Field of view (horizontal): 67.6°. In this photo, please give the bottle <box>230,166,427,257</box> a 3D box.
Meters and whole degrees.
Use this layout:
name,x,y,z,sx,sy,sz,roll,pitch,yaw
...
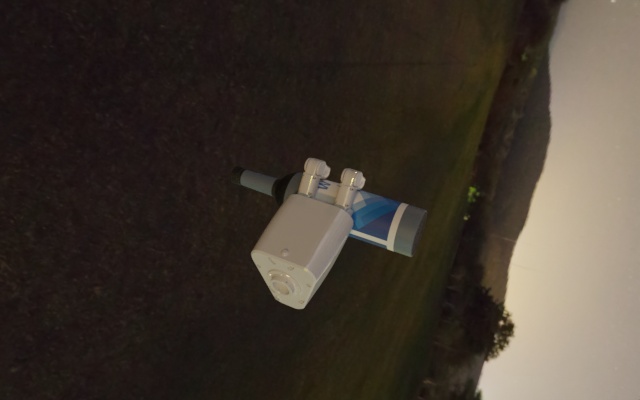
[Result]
name,x,y,z,sx,sy,sz,roll,pitch,yaw
bottle,0.000,0.002,0.688,0.295,0.069,0.069,18,6,20
